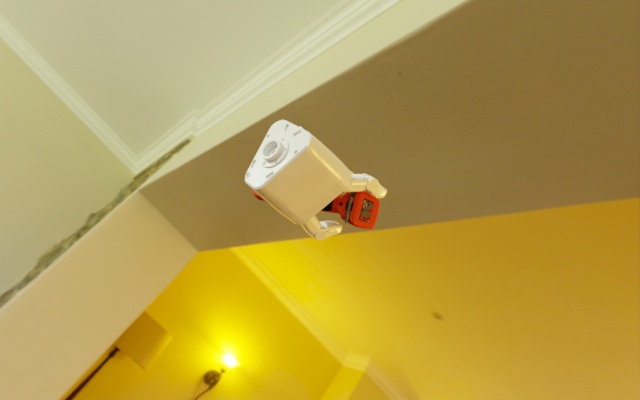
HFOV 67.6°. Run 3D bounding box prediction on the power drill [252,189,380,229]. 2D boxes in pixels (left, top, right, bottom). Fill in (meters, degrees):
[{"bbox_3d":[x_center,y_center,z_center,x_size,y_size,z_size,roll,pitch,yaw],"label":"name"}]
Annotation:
[{"bbox_3d":[0.000,0.003,0.812,0.187,0.057,0.184,11,-2,24],"label":"power drill"}]
